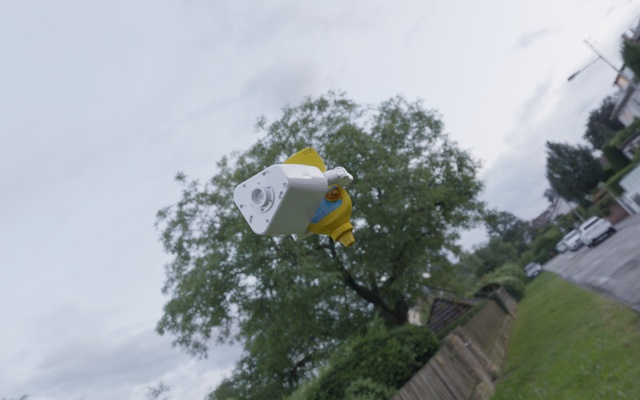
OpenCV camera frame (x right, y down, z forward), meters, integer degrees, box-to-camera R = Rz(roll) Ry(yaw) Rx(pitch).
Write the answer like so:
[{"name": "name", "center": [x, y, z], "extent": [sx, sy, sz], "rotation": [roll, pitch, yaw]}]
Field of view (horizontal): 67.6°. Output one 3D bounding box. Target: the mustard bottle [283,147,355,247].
[{"name": "mustard bottle", "center": [0.000, 0.003, 0.856], "extent": [0.096, 0.191, 0.058], "rotation": [-36, -20, 1]}]
